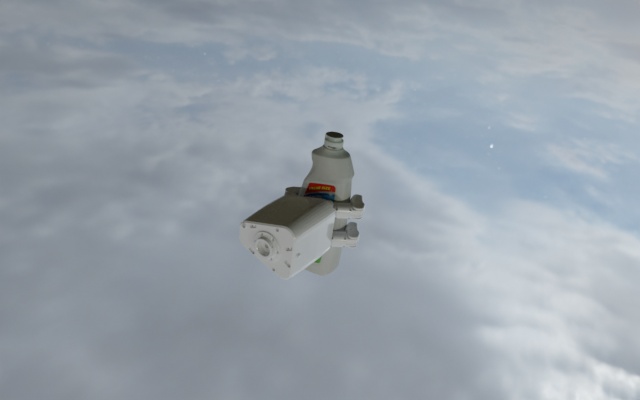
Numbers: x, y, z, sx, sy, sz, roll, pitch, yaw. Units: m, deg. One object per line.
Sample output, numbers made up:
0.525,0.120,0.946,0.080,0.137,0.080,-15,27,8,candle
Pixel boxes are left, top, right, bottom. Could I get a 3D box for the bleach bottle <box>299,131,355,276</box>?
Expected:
0.000,0.003,0.812,0.102,0.251,0.068,23,32,25,bleach bottle
